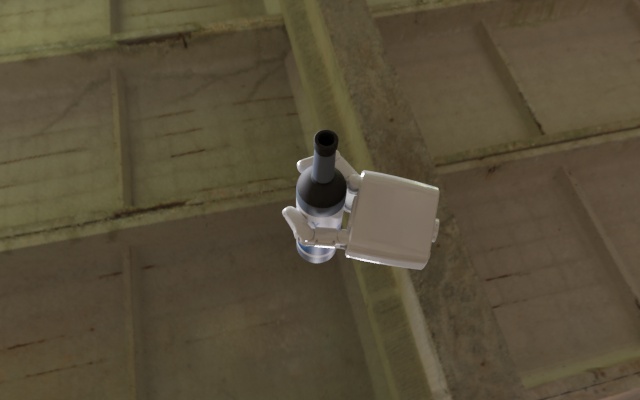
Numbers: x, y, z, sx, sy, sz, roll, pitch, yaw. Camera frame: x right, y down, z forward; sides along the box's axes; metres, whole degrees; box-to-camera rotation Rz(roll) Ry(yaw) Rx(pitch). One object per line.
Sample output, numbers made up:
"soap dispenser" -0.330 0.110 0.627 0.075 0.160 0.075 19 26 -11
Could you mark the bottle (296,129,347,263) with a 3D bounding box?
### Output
"bottle" 0.000 0.002 0.657 0.069 0.069 0.296 0 -28 -3
